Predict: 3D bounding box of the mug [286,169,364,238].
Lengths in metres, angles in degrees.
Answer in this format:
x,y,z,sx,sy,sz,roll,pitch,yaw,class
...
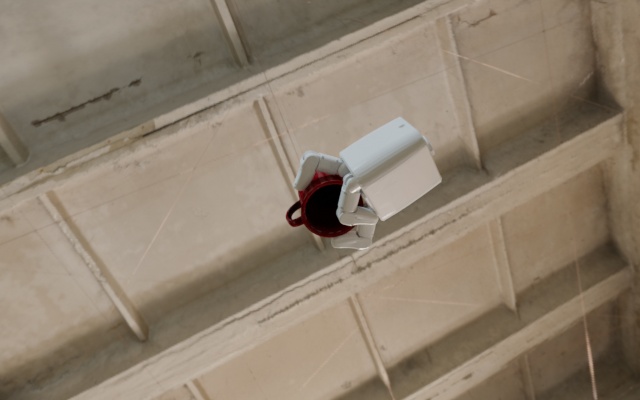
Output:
x,y,z,sx,sy,sz,roll,pitch,yaw,class
-0.001,0.003,0.727,0.117,0.093,0.081,-30,28,4,mug
